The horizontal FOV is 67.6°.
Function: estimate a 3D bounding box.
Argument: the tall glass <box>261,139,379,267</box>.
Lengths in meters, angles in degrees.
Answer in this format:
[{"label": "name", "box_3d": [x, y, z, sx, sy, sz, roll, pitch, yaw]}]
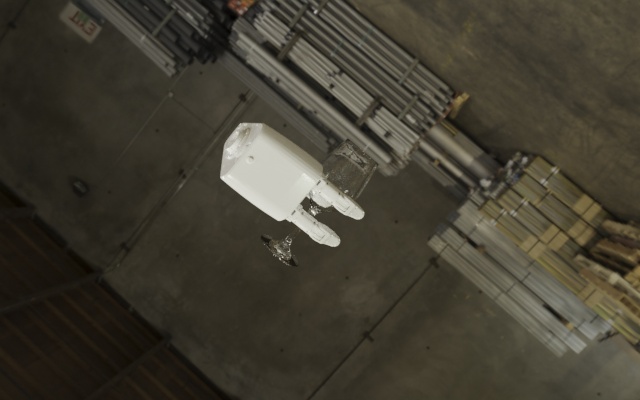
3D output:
[{"label": "tall glass", "box_3d": [0.000, 0.003, 0.723, 0.079, 0.201, 0.079, 40, 7, -6]}]
